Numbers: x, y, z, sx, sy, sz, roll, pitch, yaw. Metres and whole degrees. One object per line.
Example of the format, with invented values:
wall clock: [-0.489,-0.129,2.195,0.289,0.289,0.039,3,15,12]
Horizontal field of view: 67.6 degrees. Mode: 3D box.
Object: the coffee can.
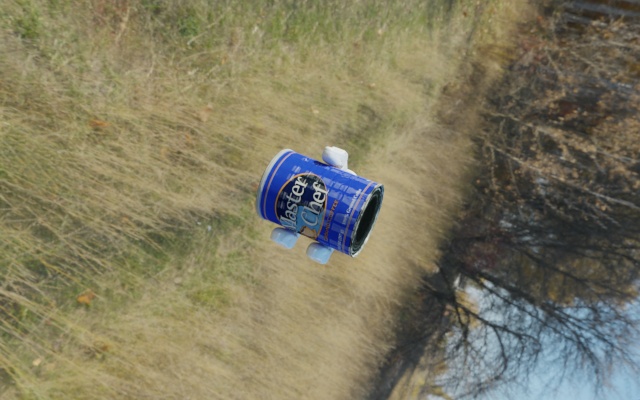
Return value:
coffee can: [0.000,0.002,0.636,0.140,0.103,0.103,22,7,18]
